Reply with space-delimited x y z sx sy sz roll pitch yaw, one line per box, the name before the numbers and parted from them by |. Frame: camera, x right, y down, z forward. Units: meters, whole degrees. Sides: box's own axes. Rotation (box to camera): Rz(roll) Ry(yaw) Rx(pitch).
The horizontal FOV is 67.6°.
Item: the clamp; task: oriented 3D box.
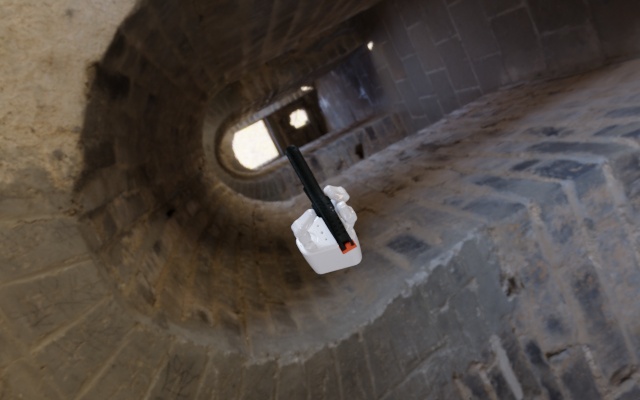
clamp | 0.000 0.004 0.869 0.036 0.210 0.165 -30 -35 -2
